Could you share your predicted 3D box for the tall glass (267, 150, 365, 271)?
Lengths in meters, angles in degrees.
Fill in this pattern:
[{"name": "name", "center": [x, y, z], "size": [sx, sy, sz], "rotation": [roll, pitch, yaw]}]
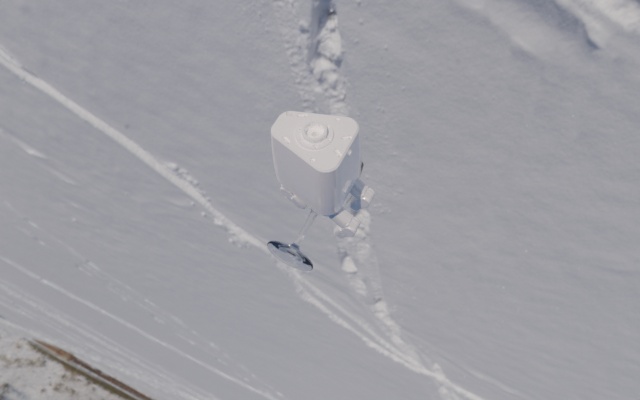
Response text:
[{"name": "tall glass", "center": [0.000, 0.003, 0.723], "size": [0.079, 0.201, 0.079], "rotation": [23, -27, 13]}]
